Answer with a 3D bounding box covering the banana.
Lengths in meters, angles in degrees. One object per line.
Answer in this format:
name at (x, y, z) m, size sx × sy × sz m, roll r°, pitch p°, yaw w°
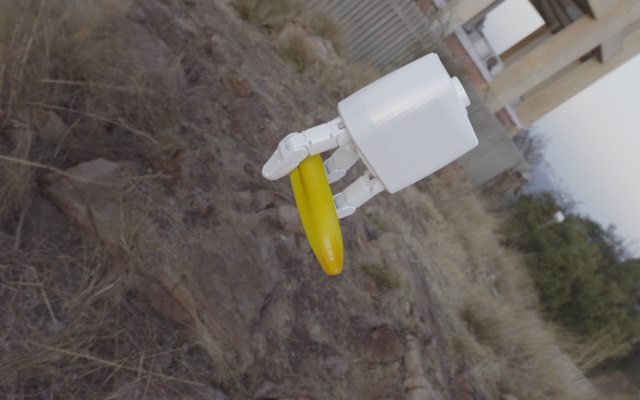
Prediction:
banana at (-0.007, -0.013, 0.504) m, size 0.037 × 0.070 × 0.197 m, roll -22°, pitch 40°, yaw 7°
